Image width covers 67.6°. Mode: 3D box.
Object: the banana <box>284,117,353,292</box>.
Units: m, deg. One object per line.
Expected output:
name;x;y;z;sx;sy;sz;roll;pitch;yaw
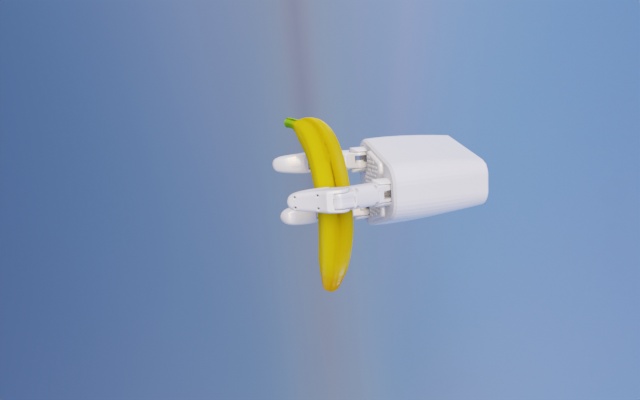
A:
banana;0.006;-0.006;0.496;0.037;0.197;0.070;-8;-11;-23
